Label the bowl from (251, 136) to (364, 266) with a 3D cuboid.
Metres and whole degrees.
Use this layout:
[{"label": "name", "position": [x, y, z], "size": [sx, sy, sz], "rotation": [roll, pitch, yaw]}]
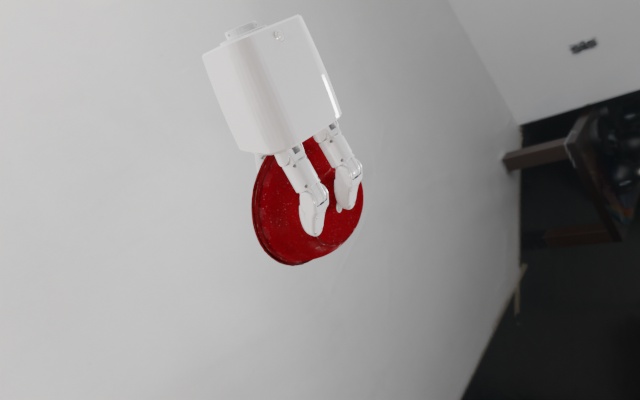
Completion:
[{"label": "bowl", "position": [0.001, 0.003, 0.545], "size": [0.055, 0.162, 0.162], "rotation": [12, 8, 41]}]
